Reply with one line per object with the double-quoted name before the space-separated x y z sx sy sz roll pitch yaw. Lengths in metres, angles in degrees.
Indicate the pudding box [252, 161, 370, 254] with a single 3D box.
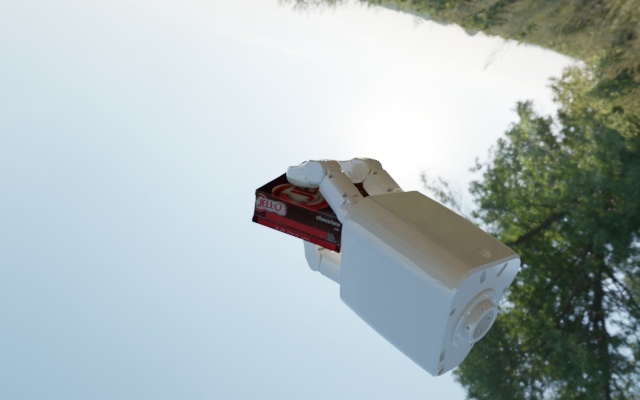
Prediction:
"pudding box" 0.000 0.002 0.460 0.090 0.039 0.113 19 22 16
